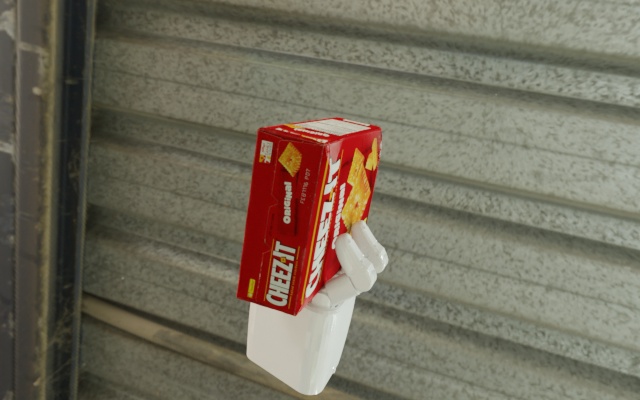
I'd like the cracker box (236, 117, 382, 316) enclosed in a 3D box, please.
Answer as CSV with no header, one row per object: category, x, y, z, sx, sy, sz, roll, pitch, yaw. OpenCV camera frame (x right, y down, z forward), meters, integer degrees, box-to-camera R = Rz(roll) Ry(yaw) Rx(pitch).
cracker box,0.000,0.002,0.511,0.072,0.164,0.213,14,16,17
